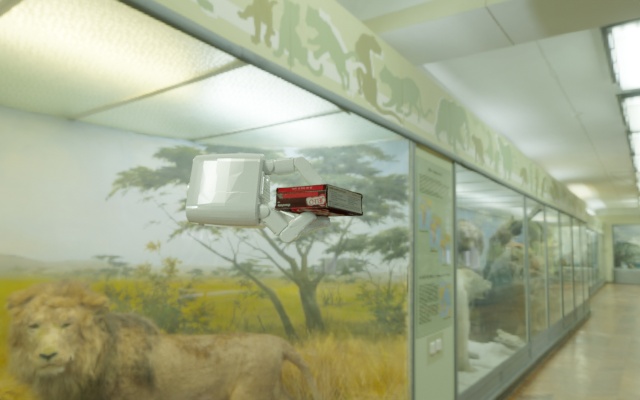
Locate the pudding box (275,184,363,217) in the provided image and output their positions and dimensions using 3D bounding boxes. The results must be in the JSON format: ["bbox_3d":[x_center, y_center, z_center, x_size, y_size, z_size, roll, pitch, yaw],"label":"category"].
[{"bbox_3d":[0.000,0.002,0.715,0.090,0.039,0.113,-2,-6,32],"label":"pudding box"}]
